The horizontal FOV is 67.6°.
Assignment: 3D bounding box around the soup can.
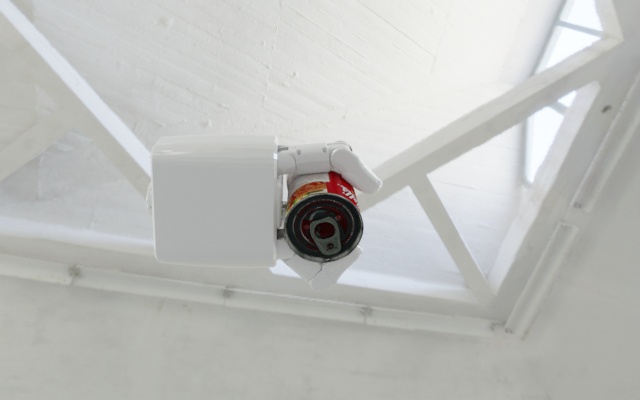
[{"bbox_3d":[0.001,0.001,0.445,0.068,0.068,0.102,0,27,-3],"label":"soup can"}]
